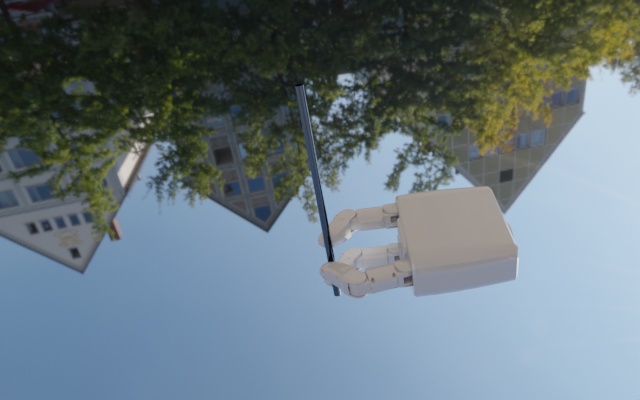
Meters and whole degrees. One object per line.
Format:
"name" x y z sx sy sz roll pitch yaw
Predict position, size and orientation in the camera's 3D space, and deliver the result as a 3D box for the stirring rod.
"stirring rod" 0.000 0.001 0.481 0.011 0.240 0.011 -8 29 4
